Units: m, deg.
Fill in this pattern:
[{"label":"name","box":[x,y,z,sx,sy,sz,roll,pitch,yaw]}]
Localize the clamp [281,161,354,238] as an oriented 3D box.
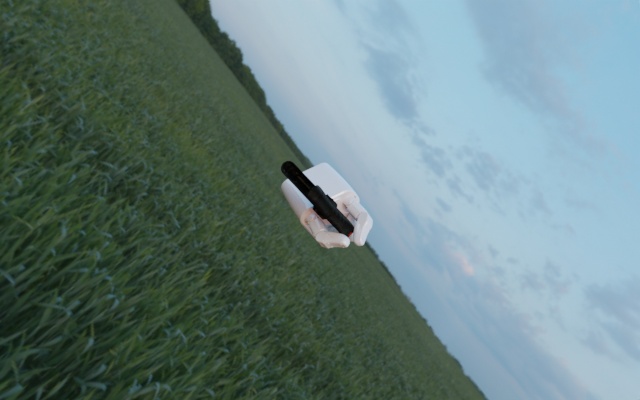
[{"label":"clamp","box":[0.001,0.002,0.790,0.172,0.039,0.120,51,1,-46]}]
